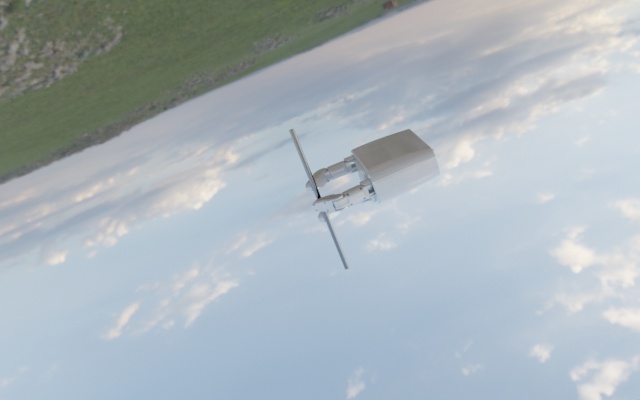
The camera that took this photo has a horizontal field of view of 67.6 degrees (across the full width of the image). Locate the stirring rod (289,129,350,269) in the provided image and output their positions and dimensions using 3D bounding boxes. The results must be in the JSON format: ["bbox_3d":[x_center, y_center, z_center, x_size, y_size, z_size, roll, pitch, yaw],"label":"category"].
[{"bbox_3d":[0.000,0.002,0.740,0.011,0.239,0.011,-20,16,6],"label":"stirring rod"}]
